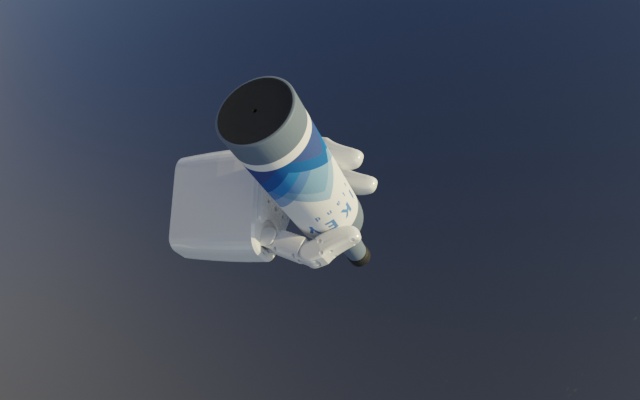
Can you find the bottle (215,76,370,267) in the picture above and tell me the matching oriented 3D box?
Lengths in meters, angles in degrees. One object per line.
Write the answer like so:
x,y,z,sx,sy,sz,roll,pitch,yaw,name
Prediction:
0.000,0.001,0.474,0.069,0.069,0.296,0,-28,22,bottle
